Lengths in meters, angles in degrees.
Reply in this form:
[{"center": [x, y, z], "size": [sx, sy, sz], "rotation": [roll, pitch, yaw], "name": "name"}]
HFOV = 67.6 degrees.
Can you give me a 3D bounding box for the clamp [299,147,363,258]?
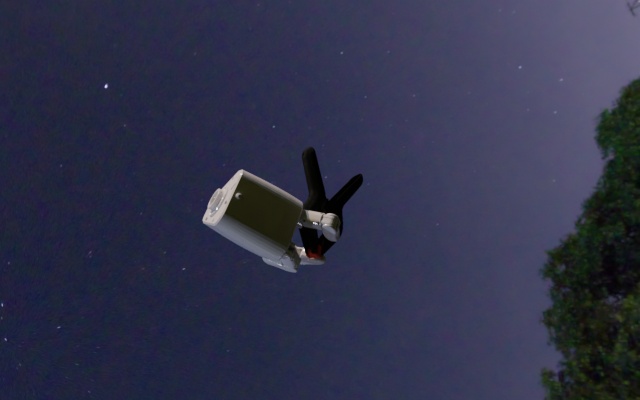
[{"center": [0.000, 0.003, 0.750], "size": [0.120, 0.171, 0.039], "rotation": [31, -29, -21], "name": "clamp"}]
